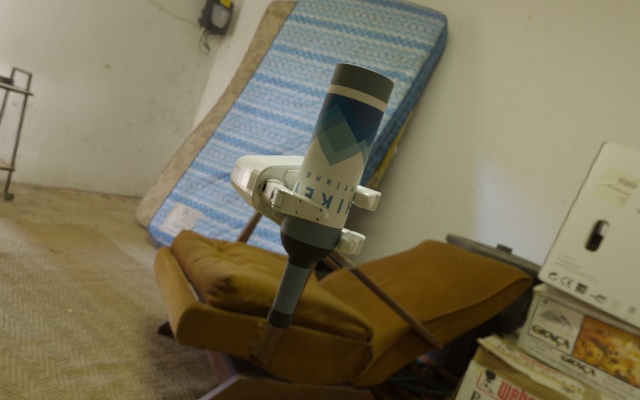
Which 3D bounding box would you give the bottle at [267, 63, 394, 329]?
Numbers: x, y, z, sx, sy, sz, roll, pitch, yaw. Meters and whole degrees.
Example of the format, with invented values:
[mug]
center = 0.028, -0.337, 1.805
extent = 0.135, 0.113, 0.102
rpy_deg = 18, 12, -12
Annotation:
[bottle]
center = 0.000, 0.002, 0.529
extent = 0.069, 0.296, 0.069
rpy_deg = 19, 5, -2
